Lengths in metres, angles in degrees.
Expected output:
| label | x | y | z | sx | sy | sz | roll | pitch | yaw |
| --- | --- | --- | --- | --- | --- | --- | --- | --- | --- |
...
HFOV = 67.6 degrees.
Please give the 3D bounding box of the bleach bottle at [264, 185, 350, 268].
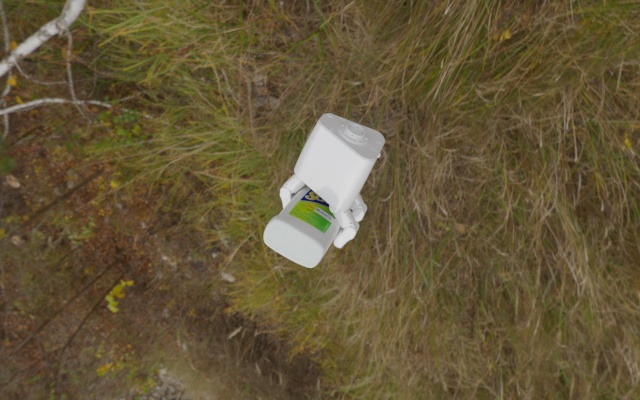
| label | x | y | z | sx | sy | sz | roll | pitch | yaw |
| --- | --- | --- | --- | --- | --- | --- | --- | --- | --- |
| bleach bottle | 0.000 | 0.003 | 0.828 | 0.102 | 0.068 | 0.250 | 30 | 39 | 1 |
